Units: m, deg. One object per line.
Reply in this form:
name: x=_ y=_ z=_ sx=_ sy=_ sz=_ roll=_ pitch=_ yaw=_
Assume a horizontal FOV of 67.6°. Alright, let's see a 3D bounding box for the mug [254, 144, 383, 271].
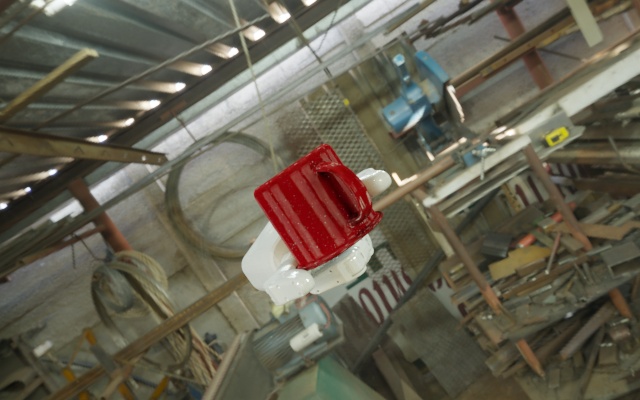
mug: x=0.001 y=0.001 z=0.412 sx=0.093 sy=0.081 sz=0.117 roll=-37 pitch=6 yaw=-29
